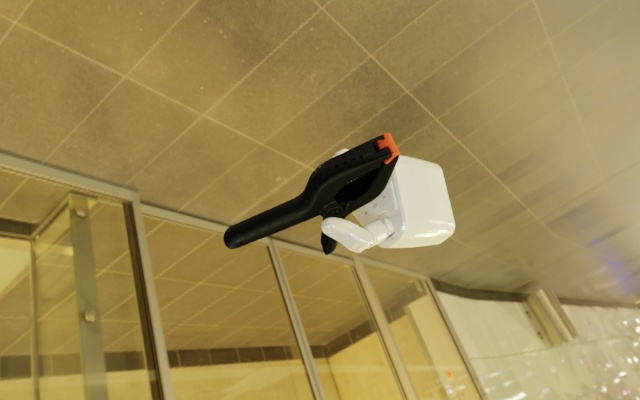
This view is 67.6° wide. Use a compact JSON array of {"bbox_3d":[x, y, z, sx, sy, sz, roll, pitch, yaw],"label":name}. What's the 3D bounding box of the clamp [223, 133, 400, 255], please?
[{"bbox_3d":[0.001,0.002,0.524,0.164,0.036,0.210,3,-37,-38],"label":"clamp"}]
